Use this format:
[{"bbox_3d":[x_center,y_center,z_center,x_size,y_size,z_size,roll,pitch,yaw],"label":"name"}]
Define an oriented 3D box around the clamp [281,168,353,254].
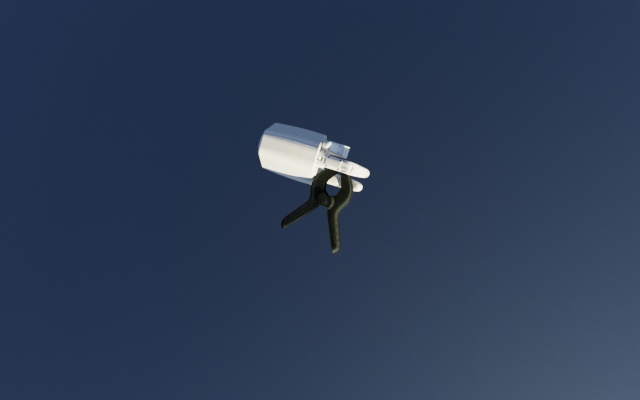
[{"bbox_3d":[0.000,0.003,0.885,0.120,0.171,0.039,17,3,3],"label":"clamp"}]
